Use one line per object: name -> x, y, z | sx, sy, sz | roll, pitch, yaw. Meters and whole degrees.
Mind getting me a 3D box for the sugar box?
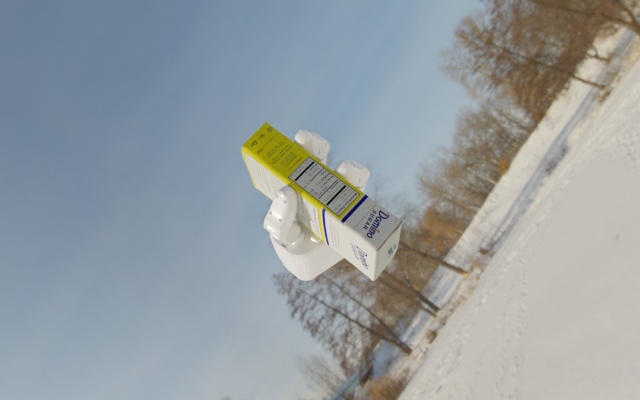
sugar box -> 0.000, 0.001, 0.491 | 0.176, 0.048, 0.093 | 35, -19, 18
